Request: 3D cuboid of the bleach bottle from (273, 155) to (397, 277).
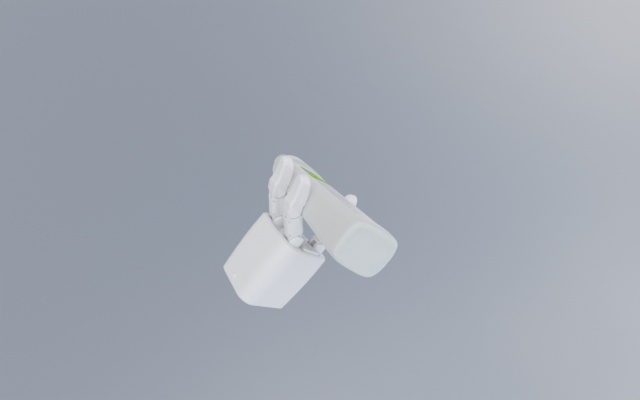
[{"bbox_3d":[0.000,0.002,0.689,0.103,0.068,0.250,33,9,-41],"label":"bleach bottle"}]
